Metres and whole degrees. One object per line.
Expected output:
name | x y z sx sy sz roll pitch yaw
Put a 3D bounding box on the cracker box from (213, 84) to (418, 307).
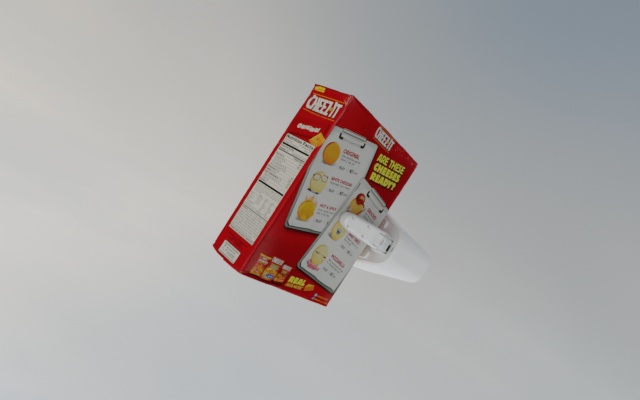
cracker box | 0.000 0.002 0.553 0.072 0.213 0.164 31 -2 41
